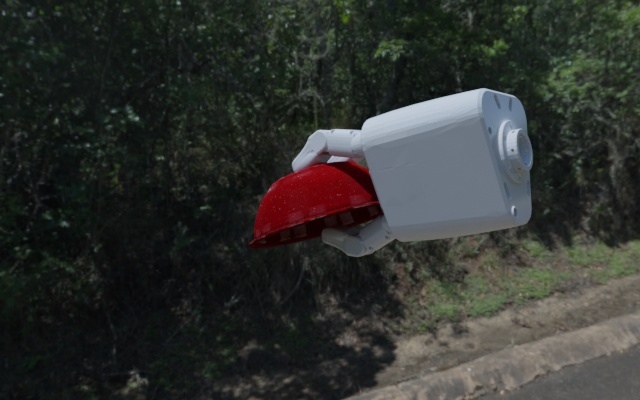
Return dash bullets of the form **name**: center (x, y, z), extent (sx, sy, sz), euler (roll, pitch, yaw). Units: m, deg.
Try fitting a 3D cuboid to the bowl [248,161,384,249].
- **bowl**: center (-0.001, 0.002, 0.484), extent (0.162, 0.055, 0.162), euler (-16, -9, -3)
